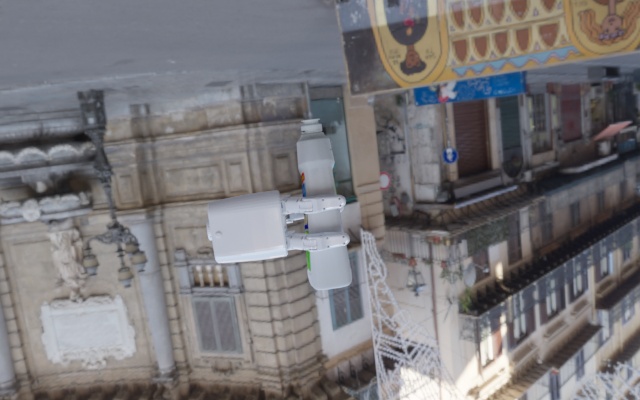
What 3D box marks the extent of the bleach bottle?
[{"bbox_3d":[0.000,0.002,0.732,0.068,0.251,0.102,-8,8,-4],"label":"bleach bottle"}]
